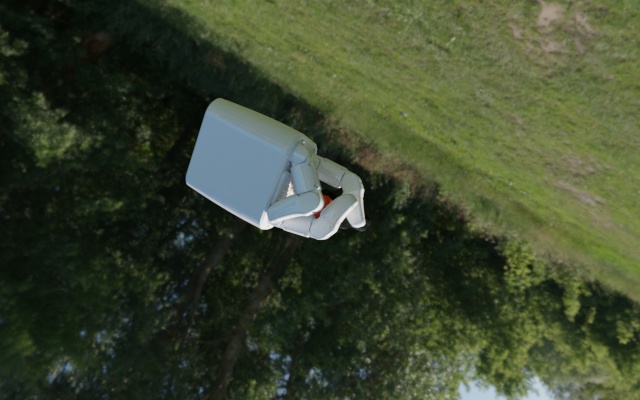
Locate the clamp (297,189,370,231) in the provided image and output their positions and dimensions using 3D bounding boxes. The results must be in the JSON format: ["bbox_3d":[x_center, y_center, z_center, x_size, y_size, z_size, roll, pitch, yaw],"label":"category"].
[{"bbox_3d":[0.000,0.003,0.602,0.120,0.039,0.171,24,-1,14],"label":"clamp"}]
